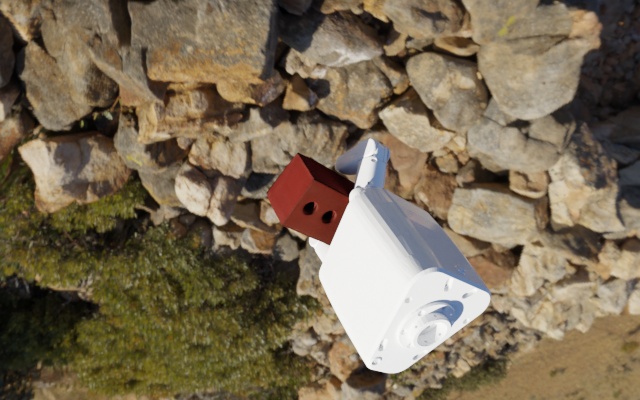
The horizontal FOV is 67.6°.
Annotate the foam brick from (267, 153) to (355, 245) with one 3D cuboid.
[{"bbox_3d":[0.000,0.001,0.445,0.078,0.053,0.051,25,22,-34],"label":"foam brick"}]
